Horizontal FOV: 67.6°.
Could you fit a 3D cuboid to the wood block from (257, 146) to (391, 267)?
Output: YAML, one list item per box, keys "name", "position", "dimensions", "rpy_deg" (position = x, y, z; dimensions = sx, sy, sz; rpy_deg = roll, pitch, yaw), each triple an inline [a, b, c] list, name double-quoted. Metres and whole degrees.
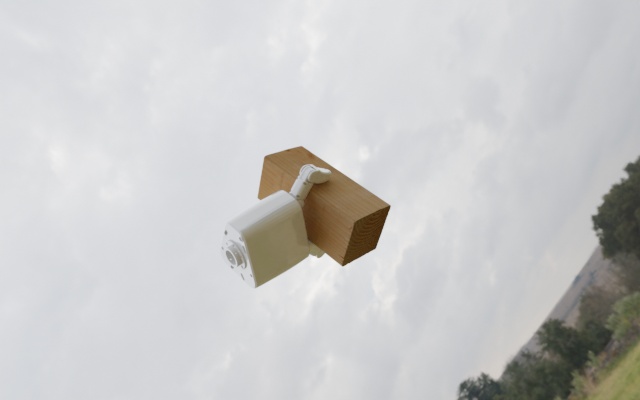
- name: "wood block"
  position: [0.000, 0.002, 0.782]
  dimensions: [0.206, 0.091, 0.090]
  rpy_deg: [36, 39, 31]
